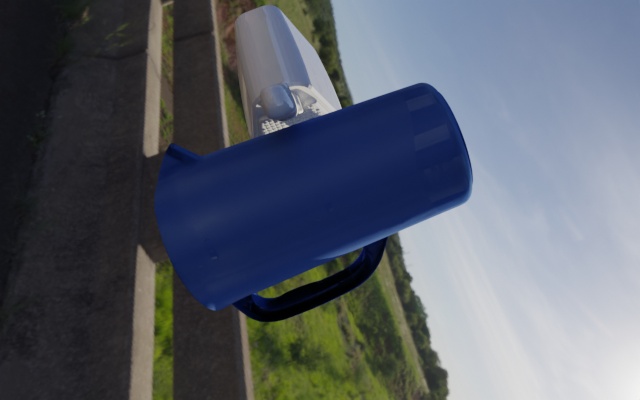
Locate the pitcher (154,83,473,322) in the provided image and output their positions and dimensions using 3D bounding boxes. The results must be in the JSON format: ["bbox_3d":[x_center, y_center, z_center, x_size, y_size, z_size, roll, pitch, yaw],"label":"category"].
[{"bbox_3d":[0.000,0.001,0.413,0.243,0.145,0.149,-21,-24,5],"label":"pitcher"}]
